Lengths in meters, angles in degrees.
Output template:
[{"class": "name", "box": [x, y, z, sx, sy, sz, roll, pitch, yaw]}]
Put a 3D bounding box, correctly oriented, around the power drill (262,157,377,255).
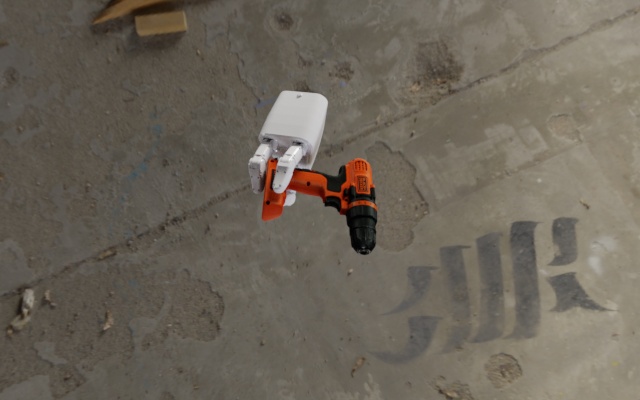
[{"class": "power drill", "box": [0.000, 0.002, 0.783, 0.187, 0.184, 0.057, 6, -40, -8]}]
